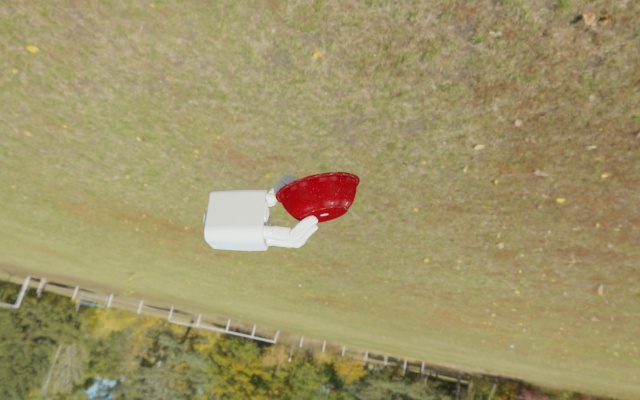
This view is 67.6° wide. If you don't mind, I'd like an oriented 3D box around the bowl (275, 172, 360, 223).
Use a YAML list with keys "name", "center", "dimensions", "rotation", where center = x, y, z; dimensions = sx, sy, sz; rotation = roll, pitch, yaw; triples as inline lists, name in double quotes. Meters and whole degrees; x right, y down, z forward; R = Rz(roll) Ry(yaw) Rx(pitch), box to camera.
- name: "bowl"
  center: [0.002, 0.003, 0.887]
  dimensions: [0.162, 0.055, 0.162]
  rotation: [-12, -17, -4]
